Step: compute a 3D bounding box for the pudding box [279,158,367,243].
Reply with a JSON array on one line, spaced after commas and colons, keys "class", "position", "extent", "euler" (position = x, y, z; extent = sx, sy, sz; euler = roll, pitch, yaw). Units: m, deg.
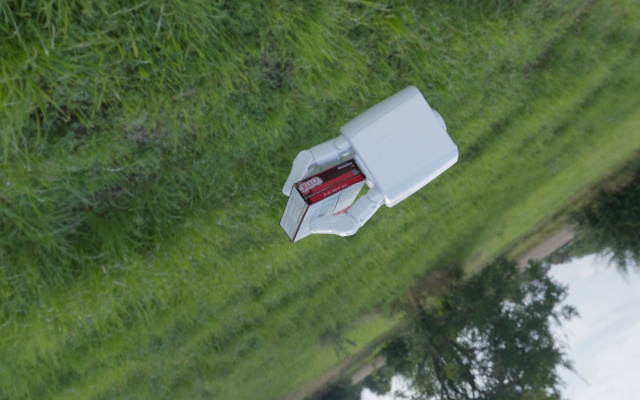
[{"class": "pudding box", "position": [0.000, 0.002, 0.613], "extent": [0.090, 0.039, 0.114], "euler": [-24, -22, -26]}]
